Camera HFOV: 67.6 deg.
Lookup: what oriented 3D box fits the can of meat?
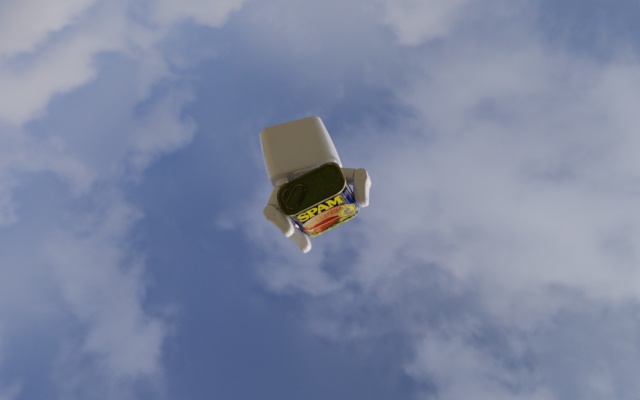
[{"bbox_3d":[0.000,0.002,0.706,0.102,0.057,0.084,-26,-35,8],"label":"can of meat"}]
